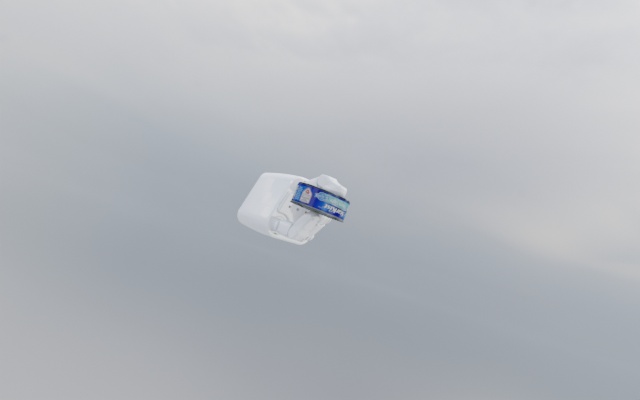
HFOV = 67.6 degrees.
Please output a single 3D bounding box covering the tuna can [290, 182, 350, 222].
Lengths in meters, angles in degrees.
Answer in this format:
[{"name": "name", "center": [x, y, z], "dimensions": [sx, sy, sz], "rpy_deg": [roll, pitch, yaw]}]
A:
[{"name": "tuna can", "center": [0.000, 0.002, 0.718], "dimensions": [0.086, 0.034, 0.086], "rpy_deg": [21, -3, 1]}]
